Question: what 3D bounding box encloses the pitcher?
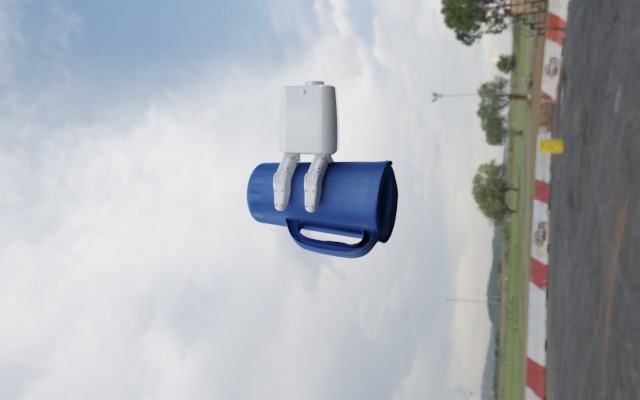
[{"bbox_3d":[0.000,0.002,0.797,0.243,0.145,0.149,4,11,22],"label":"pitcher"}]
